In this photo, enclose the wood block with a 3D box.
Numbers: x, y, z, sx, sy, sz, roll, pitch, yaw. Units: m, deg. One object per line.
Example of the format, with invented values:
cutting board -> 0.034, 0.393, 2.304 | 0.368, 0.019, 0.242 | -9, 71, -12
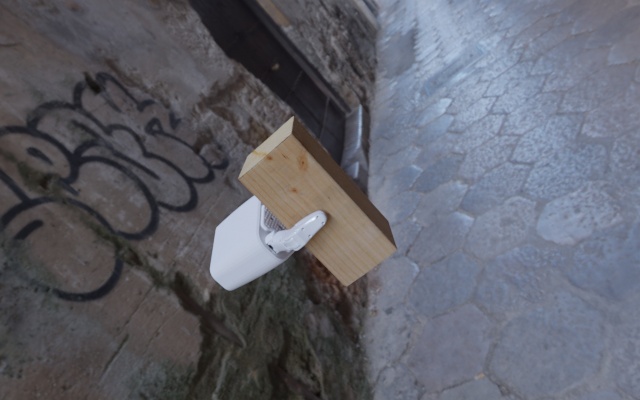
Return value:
wood block -> 0.000, 0.002, 0.636 | 0.090, 0.206, 0.090 | -38, 19, 16
